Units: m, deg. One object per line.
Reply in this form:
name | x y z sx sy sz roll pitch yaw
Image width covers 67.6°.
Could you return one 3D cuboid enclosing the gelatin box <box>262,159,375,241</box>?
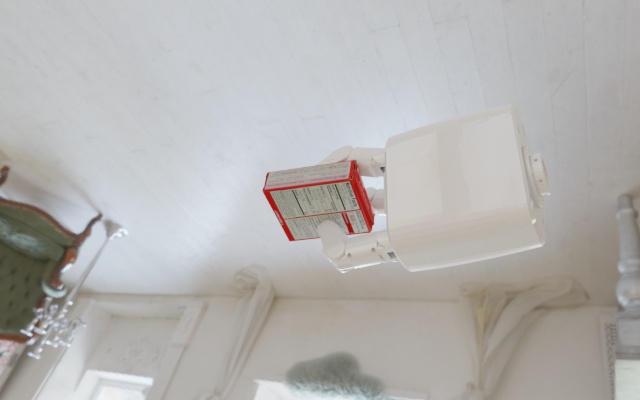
gelatin box | 0.000 0.002 0.452 0.089 0.030 0.073 -8 -46 18
